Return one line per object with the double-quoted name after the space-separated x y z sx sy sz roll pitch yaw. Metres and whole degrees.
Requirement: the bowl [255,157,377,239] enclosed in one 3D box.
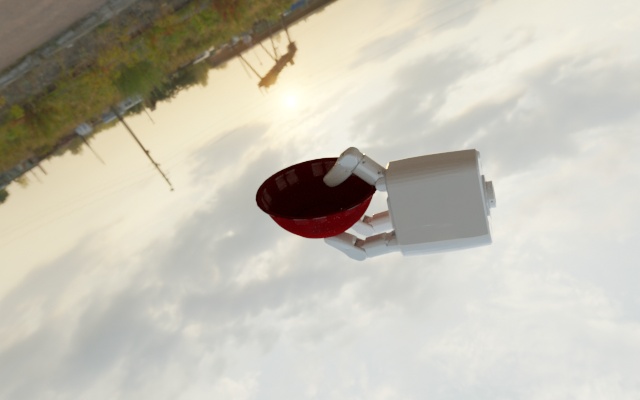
-0.001 0.002 0.621 0.162 0.055 0.162 -8 30 5 "bowl"
